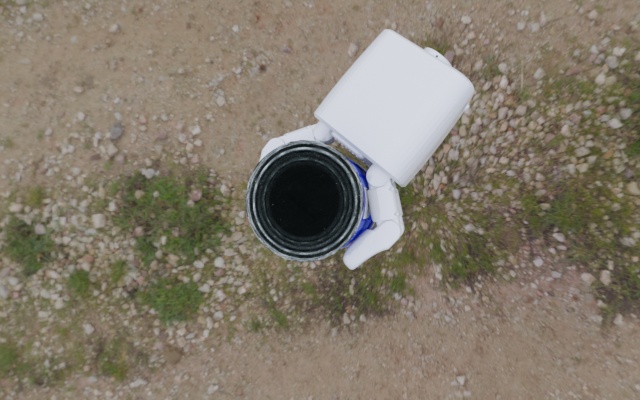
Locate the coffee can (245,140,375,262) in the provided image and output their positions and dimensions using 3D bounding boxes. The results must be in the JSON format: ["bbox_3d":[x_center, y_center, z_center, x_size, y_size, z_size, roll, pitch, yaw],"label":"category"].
[{"bbox_3d":[0.000,0.002,0.466,0.103,0.103,0.140,0,-1,12],"label":"coffee can"}]
